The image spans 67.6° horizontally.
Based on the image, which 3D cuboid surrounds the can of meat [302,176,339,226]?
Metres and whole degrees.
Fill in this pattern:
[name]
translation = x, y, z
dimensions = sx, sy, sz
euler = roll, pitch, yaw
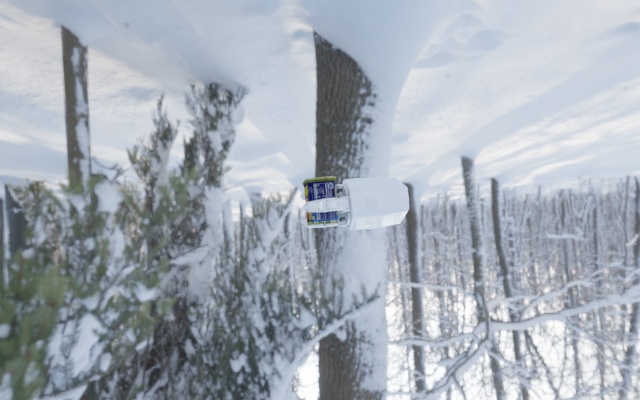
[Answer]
[can of meat]
translation = 0.000, 0.003, 0.889
dimensions = 0.057, 0.084, 0.102
euler = -5, -3, -6
